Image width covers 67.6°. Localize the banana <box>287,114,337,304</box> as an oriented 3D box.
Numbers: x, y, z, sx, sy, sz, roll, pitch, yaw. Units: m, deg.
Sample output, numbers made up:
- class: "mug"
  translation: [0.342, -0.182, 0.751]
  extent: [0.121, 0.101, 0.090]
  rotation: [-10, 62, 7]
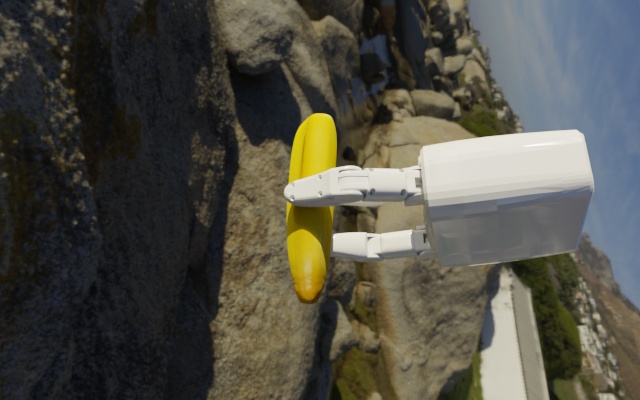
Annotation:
- class: "banana"
  translation: [-0.004, -0.013, 0.403]
  extent: [0.037, 0.197, 0.070]
  rotation: [-5, -42, 12]
